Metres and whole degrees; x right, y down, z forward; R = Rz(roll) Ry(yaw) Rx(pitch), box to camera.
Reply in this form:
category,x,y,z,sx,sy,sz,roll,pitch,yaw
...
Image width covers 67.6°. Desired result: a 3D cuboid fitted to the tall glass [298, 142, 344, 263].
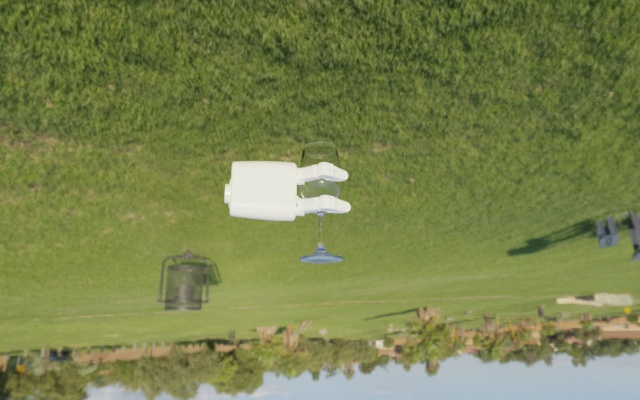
category,x,y,z,sx,sy,sz,roll,pitch,yaw
tall glass,0.000,0.003,0.822,0.079,0.201,0.079,0,-16,0
